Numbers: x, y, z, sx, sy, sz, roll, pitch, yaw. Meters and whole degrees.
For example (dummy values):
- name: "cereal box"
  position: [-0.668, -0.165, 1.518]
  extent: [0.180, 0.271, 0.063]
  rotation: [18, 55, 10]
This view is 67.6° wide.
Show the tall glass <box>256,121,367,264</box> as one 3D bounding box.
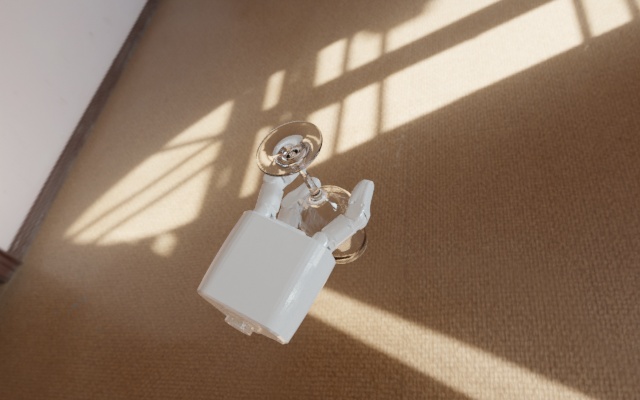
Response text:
- name: "tall glass"
  position: [0.000, 0.001, 0.564]
  extent: [0.079, 0.079, 0.201]
  rotation: [0, -34, 24]
